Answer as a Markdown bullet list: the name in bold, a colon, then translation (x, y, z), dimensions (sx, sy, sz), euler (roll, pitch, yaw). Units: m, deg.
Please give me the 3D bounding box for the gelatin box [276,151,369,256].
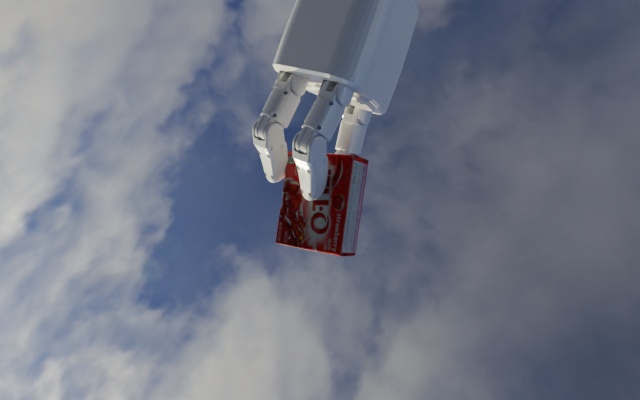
- **gelatin box**: translation (0.000, 0.002, 0.435), dimensions (0.073, 0.089, 0.030), euler (7, -2, 35)
